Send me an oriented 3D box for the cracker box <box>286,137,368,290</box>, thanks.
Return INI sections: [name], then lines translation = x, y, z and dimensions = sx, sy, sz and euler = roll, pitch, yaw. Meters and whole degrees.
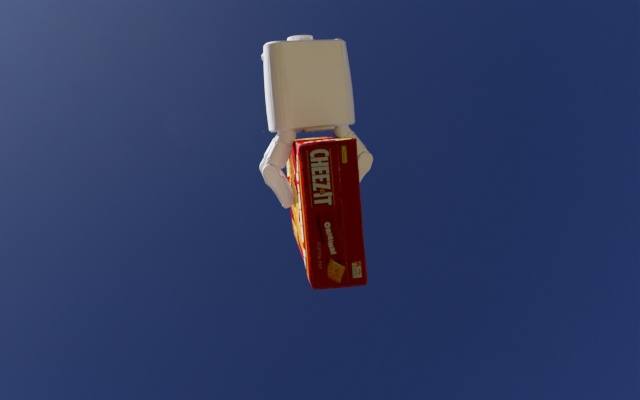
[cracker box]
translation = 0.000, 0.002, 0.614
dimensions = 0.072, 0.164, 0.213
euler = -7, 9, -6
